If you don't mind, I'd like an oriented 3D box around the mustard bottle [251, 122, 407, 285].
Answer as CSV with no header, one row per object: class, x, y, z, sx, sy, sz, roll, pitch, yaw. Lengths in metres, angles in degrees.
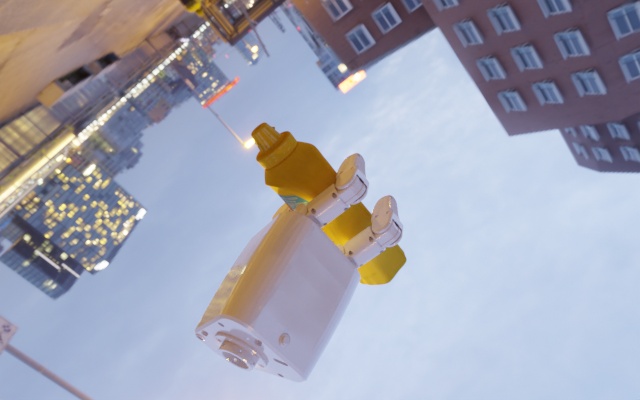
mustard bottle,0.000,0.001,0.470,0.192,0.058,0.096,49,-14,-23
